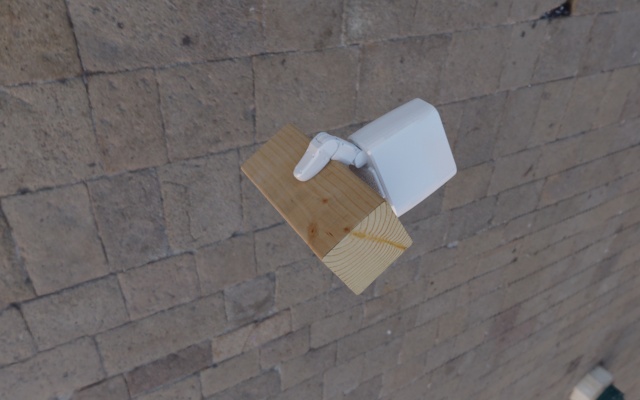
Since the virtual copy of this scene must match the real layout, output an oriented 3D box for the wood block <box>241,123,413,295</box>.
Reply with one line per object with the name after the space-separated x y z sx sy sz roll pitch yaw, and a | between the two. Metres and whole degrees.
0.000 0.002 0.573 0.206 0.090 0.091 44 -5 45 | wood block
